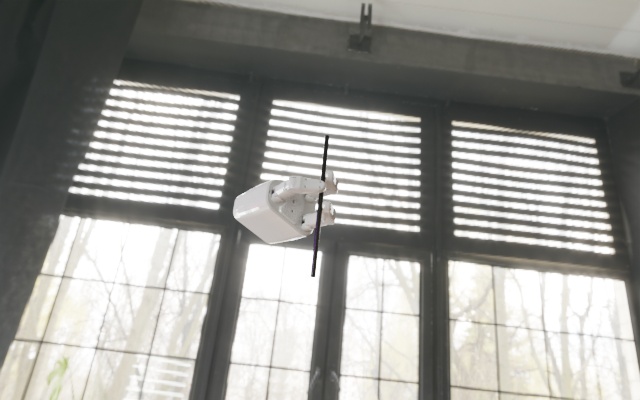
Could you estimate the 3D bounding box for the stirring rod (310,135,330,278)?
[{"bbox_3d":[0.000,0.003,0.748,0.011,0.239,0.011,5,-24,2],"label":"stirring rod"}]
